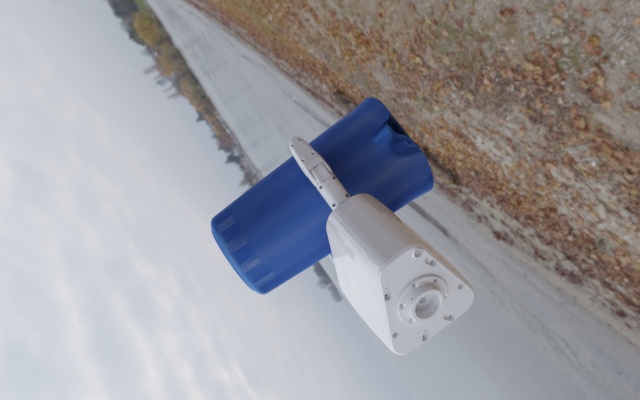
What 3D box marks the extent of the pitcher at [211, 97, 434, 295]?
[{"bbox_3d":[0.000,0.002,0.569,0.243,0.149,0.145,-35,34,-5],"label":"pitcher"}]
